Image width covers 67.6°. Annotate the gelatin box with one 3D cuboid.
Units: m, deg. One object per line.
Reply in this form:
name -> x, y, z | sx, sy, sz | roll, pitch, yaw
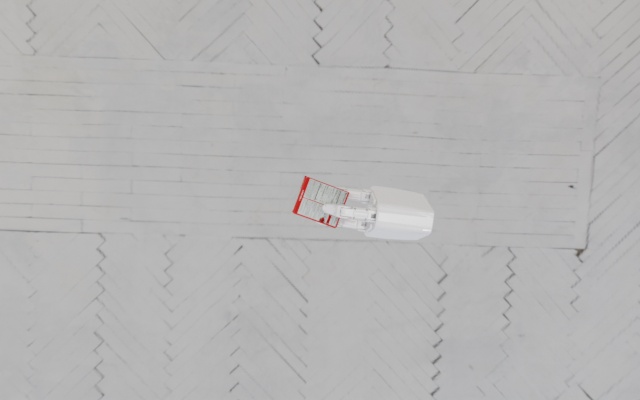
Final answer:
gelatin box -> 0.000, 0.003, 0.890 | 0.089, 0.073, 0.030 | 20, 3, -10
